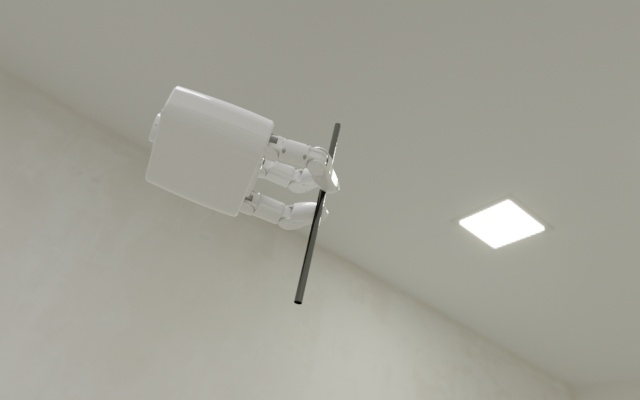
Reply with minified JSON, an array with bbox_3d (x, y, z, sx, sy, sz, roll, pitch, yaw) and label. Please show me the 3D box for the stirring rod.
[{"bbox_3d":[0.000,0.002,0.522,0.011,0.239,0.011,8,-36,6],"label":"stirring rod"}]
